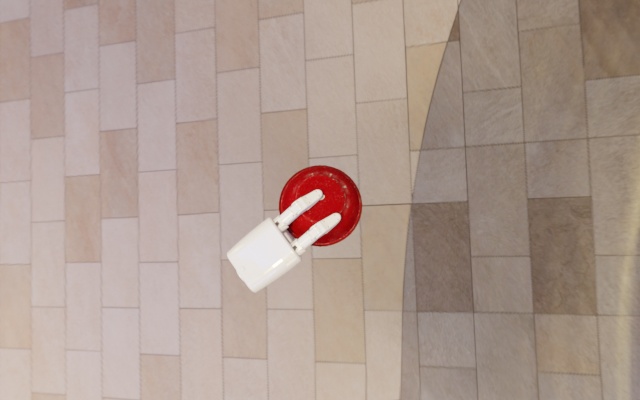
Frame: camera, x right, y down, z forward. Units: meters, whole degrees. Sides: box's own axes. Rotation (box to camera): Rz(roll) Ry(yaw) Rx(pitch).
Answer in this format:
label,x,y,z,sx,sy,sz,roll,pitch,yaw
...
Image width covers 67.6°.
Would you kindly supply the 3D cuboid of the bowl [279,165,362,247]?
label,x,y,z,sx,sy,sz,roll,pitch,yaw
bowl,0.001,0.002,0.897,0.162,0.162,0.055,0,-14,0
